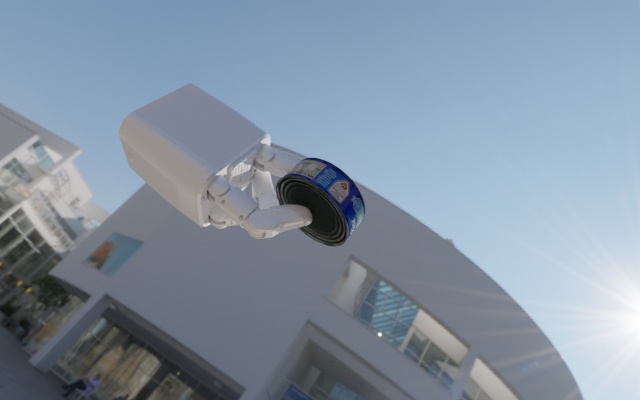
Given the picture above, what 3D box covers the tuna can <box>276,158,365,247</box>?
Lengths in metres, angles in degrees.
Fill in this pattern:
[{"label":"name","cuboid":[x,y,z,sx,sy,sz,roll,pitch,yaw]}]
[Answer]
[{"label":"tuna can","cuboid":[0.000,0.001,0.459,0.086,0.086,0.033,0,39,50]}]
